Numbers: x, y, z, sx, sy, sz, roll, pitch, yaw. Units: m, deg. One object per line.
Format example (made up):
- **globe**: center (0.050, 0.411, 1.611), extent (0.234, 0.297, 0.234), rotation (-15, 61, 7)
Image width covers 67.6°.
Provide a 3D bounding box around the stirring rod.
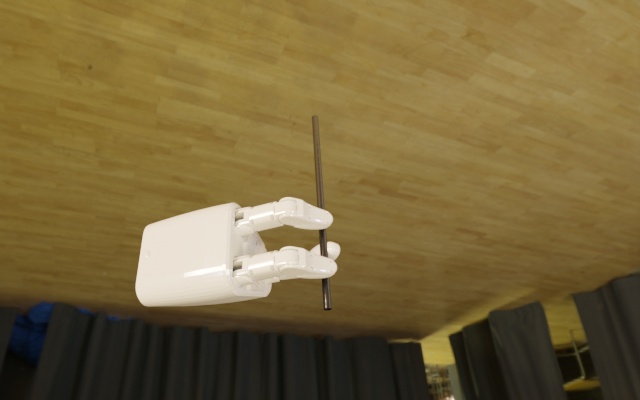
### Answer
- **stirring rod**: center (0.000, 0.002, 0.521), extent (0.011, 0.239, 0.011), rotation (-3, -31, -2)
